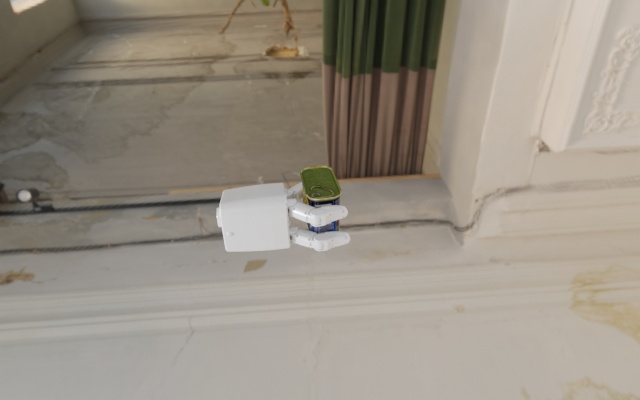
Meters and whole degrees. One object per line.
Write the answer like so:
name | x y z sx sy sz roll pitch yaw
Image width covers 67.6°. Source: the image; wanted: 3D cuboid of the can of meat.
can of meat | 0.000 0.003 0.803 0.057 0.084 0.102 -7 35 -9
